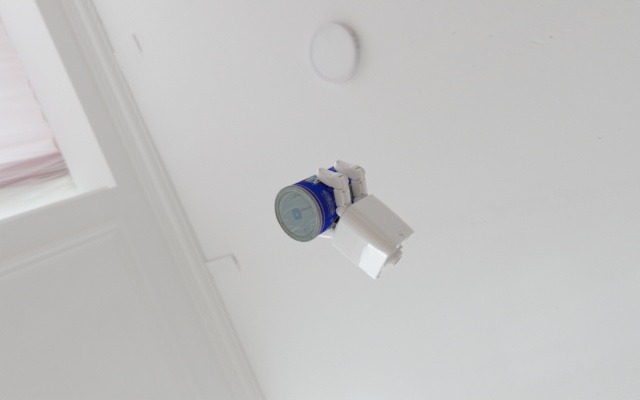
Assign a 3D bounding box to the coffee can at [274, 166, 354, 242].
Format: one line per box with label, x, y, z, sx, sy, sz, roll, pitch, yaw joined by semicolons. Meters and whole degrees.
coffee can;0.000;0.003;0.869;0.103;0.103;0.140;0;18;39
